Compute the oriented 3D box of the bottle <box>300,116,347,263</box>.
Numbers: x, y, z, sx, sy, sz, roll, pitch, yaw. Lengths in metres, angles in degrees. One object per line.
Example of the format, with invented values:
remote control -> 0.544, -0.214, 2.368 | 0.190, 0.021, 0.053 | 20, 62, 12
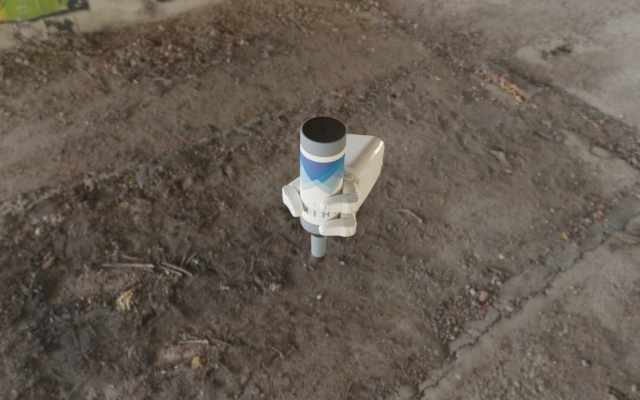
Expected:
bottle -> 0.000, 0.002, 0.782 | 0.069, 0.069, 0.296 | 1, -45, -1
